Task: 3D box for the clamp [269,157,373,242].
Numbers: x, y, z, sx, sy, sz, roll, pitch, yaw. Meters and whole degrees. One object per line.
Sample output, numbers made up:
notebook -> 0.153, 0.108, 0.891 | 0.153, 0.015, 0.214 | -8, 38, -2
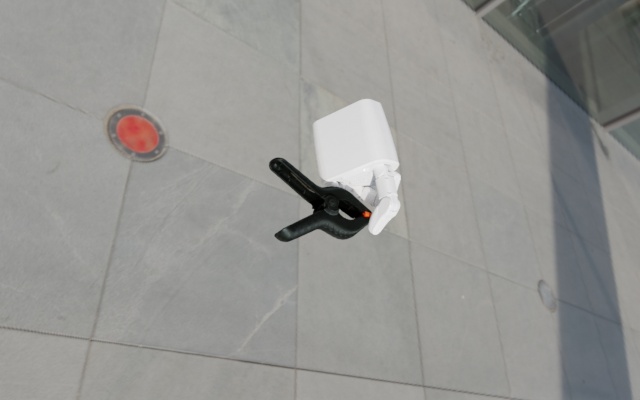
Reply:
clamp -> 0.001, 0.002, 0.654 | 0.171, 0.120, 0.039 | 7, -26, -41
